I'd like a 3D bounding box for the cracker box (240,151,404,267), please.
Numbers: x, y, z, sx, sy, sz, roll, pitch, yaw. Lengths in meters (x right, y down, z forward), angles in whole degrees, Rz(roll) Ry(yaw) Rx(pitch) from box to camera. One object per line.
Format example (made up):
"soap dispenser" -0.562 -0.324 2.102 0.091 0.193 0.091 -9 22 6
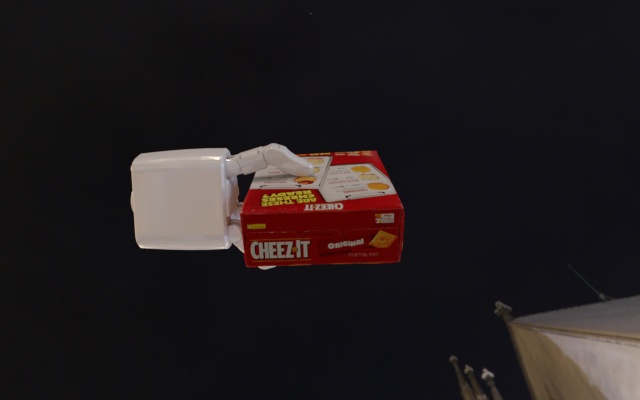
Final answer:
"cracker box" 0.000 0.002 0.577 0.164 0.072 0.213 -2 21 0
